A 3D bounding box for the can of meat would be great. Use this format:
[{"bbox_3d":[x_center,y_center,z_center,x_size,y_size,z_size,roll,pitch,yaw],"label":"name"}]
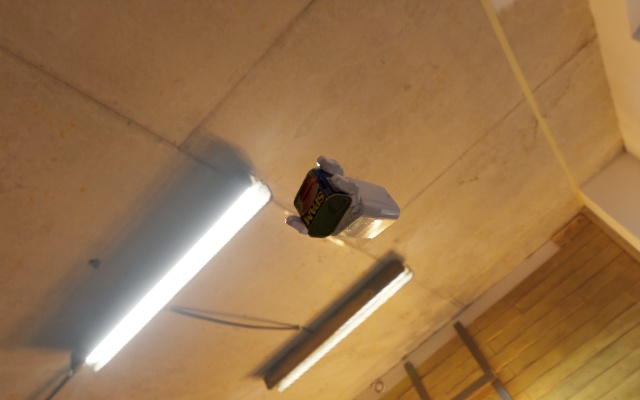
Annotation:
[{"bbox_3d":[0.000,0.003,0.865,0.057,0.102,0.084,6,37,-36],"label":"can of meat"}]
